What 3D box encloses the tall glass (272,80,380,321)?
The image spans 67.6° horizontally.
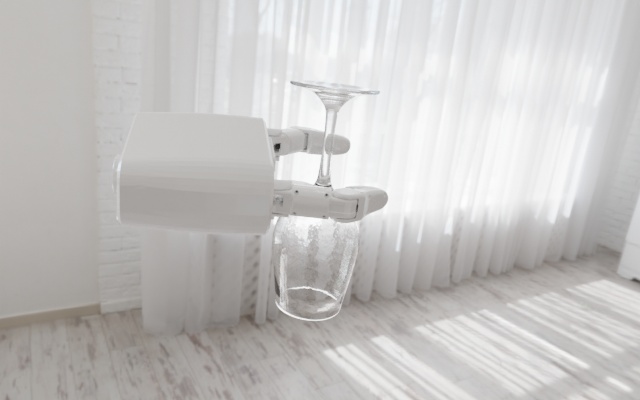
[{"bbox_3d":[0.000,0.001,0.417,0.079,0.201,0.079,6,17,-2],"label":"tall glass"}]
